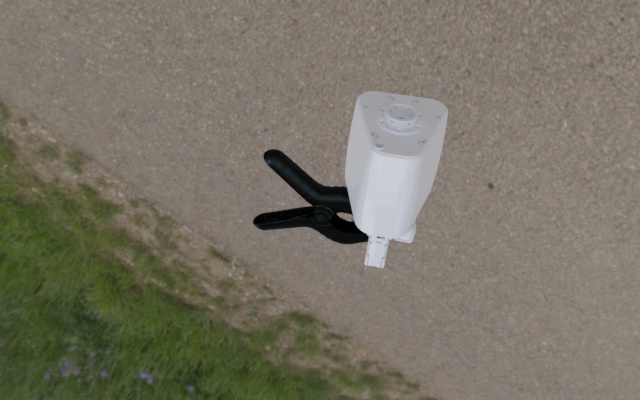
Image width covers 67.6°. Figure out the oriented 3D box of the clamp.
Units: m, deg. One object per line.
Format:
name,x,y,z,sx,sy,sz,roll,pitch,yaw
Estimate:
clamp,0.000,0.002,0.569,0.171,0.120,0.039,9,45,7
